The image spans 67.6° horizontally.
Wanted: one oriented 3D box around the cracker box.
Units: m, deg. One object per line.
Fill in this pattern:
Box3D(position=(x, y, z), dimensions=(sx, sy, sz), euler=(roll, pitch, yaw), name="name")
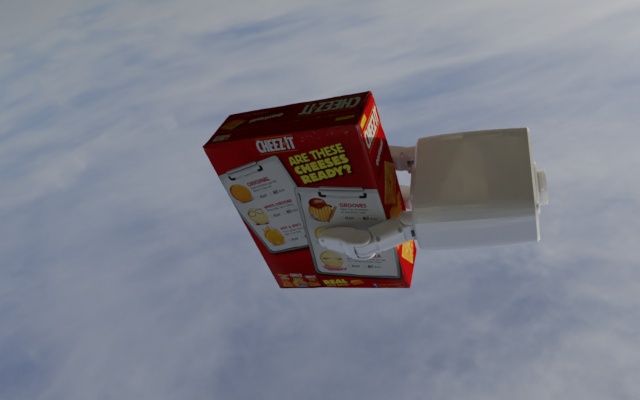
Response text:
Box3D(position=(0.000, 0.002, 0.512), dimensions=(0.164, 0.214, 0.072), euler=(-4, 38, 24), name="cracker box")
